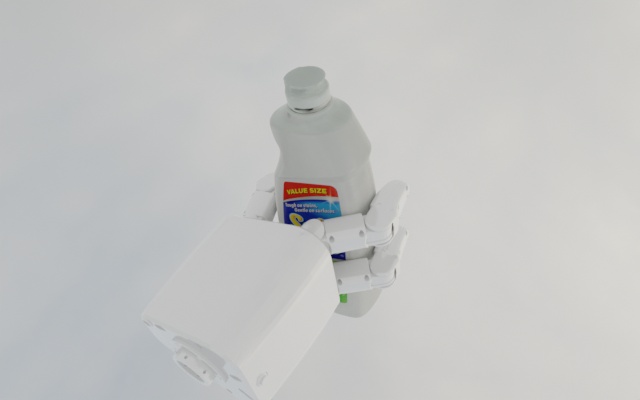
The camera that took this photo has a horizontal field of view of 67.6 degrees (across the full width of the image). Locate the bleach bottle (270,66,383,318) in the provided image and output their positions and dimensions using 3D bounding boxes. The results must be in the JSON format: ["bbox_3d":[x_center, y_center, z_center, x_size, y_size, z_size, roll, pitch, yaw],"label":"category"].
[{"bbox_3d":[0.000,0.001,0.411,0.102,0.251,0.068,19,53,27],"label":"bleach bottle"}]
